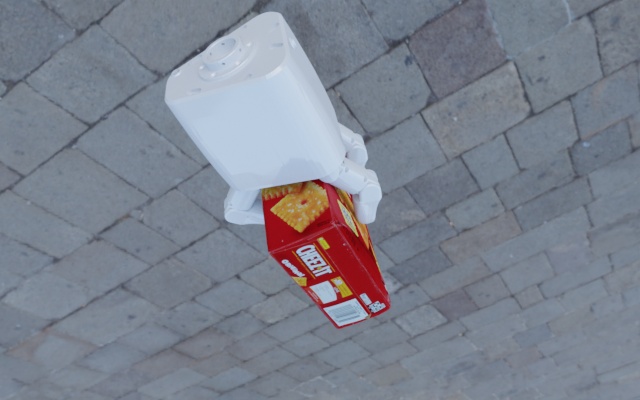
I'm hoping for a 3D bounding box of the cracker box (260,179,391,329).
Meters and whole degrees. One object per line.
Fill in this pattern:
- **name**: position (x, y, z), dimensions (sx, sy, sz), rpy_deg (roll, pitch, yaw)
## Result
- **cracker box**: position (0.000, 0.002, 0.507), dimensions (0.072, 0.213, 0.164), rpy_deg (-22, -44, 11)
